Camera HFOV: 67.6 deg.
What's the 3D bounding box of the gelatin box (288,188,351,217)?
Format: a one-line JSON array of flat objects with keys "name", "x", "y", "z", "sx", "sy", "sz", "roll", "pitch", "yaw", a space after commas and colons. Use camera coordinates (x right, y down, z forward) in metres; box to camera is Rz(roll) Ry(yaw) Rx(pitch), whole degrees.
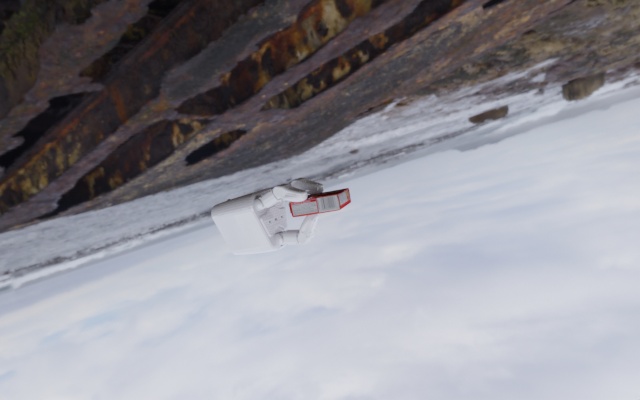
[{"name": "gelatin box", "x": 0.001, "y": 0.003, "z": 0.817, "sx": 0.089, "sy": 0.030, "sz": 0.073, "roll": -9, "pitch": 6, "yaw": 20}]
